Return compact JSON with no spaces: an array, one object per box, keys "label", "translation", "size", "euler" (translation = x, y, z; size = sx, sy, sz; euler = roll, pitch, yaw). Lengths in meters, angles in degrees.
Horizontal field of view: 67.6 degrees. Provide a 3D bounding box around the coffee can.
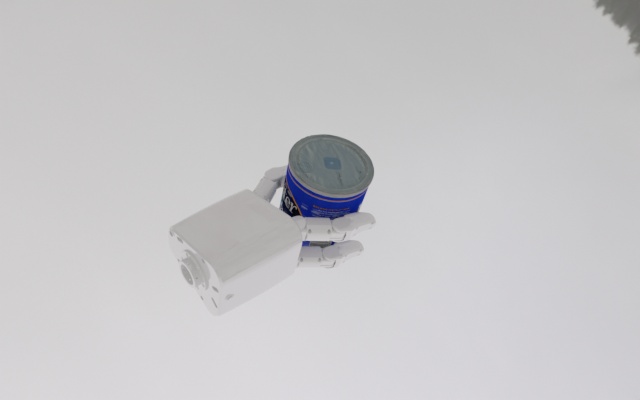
[{"label":"coffee can","translation":[0.000,0.002,0.607],"size":[0.103,0.102,0.140],"euler":[0,-42,-15]}]
